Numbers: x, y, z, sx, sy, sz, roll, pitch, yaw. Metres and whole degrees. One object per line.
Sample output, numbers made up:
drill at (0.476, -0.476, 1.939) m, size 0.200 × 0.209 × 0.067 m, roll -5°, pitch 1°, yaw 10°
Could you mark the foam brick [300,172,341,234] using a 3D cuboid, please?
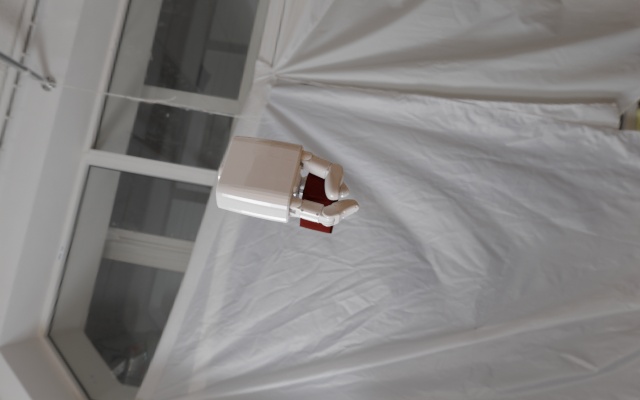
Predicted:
foam brick at (0.000, 0.003, 0.720) m, size 0.051 × 0.053 × 0.078 m, roll 11°, pitch -43°, yaw 3°
